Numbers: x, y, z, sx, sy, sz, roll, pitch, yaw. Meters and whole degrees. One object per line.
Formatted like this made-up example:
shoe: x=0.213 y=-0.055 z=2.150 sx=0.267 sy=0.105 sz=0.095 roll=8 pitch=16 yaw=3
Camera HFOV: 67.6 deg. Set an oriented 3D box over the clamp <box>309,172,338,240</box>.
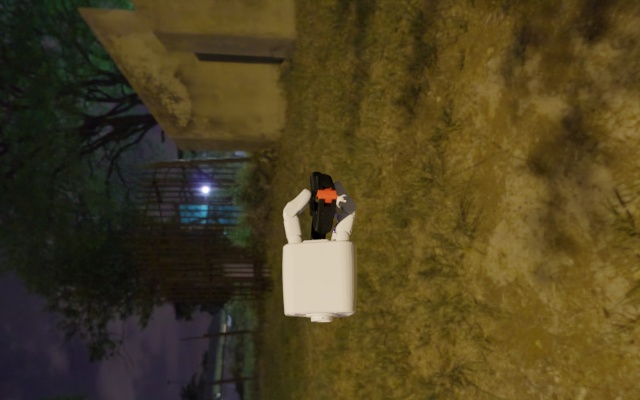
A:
clamp: x=-0.001 y=0.003 z=0.784 sx=0.036 sy=0.164 sz=0.210 roll=0 pitch=-18 yaw=-6
